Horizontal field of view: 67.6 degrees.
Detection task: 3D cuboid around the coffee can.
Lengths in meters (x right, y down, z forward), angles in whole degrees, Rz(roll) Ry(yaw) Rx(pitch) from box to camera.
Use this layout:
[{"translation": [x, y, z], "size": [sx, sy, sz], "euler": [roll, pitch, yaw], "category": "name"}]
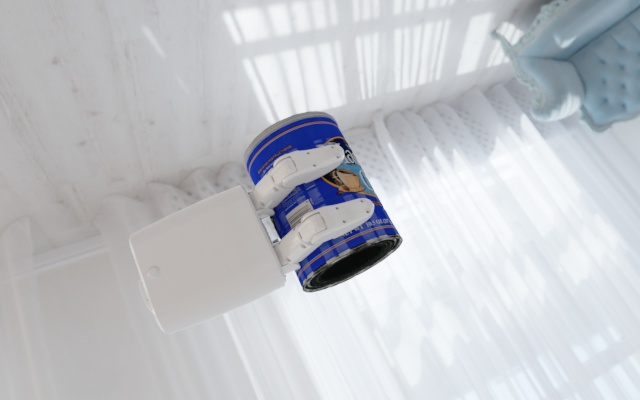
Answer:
[{"translation": [0.000, 0.001, 0.457], "size": [0.103, 0.140, 0.103], "euler": [-24, -21, -10], "category": "coffee can"}]
